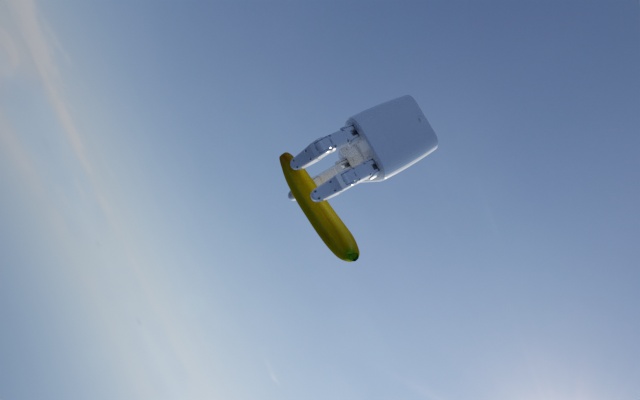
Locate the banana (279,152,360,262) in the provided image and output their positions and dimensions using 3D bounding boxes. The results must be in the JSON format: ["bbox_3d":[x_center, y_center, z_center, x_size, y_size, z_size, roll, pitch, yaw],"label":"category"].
[{"bbox_3d":[0.002,0.015,0.655,0.037,0.197,0.070,-27,-31,-17],"label":"banana"}]
